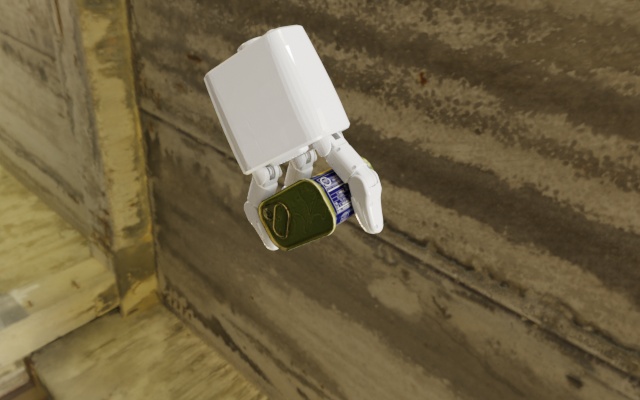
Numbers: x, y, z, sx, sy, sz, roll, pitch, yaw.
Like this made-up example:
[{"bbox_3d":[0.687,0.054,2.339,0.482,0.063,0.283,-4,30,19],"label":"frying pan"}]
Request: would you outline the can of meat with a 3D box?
[{"bbox_3d":[0.000,0.002,0.487,0.084,0.057,0.102,-29,2,-43],"label":"can of meat"}]
